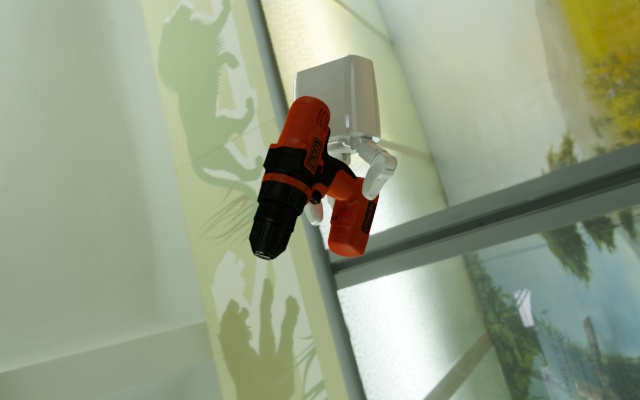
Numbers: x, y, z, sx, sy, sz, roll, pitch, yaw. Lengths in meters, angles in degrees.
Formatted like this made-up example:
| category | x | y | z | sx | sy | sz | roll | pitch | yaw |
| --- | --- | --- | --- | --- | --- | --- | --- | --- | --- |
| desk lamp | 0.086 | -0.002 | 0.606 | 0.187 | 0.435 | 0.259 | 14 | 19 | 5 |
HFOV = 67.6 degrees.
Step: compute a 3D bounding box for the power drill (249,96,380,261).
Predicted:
| category | x | y | z | sx | sy | sz | roll | pitch | yaw |
| --- | --- | --- | --- | --- | --- | --- | --- | --- | --- |
| power drill | 0.000 | 0.002 | 0.554 | 0.057 | 0.184 | 0.188 | 7 | -20 | 32 |
